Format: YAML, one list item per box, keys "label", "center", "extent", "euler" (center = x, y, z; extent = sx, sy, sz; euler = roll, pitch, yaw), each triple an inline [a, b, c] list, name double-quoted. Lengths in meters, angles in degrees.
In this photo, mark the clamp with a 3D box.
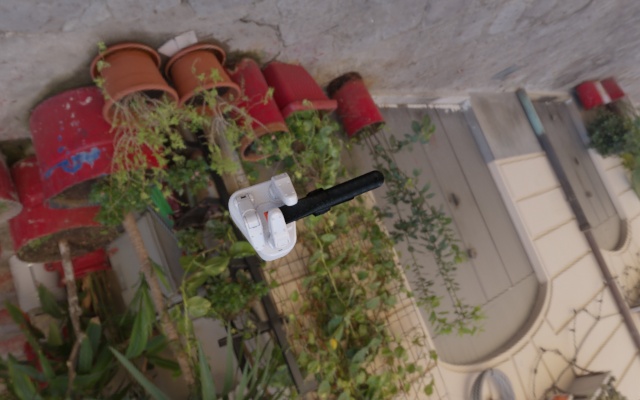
- label: "clamp"
  center: [0.000, 0.003, 0.694]
  extent: [0.171, 0.039, 0.120]
  euler: [-19, -9, -12]
